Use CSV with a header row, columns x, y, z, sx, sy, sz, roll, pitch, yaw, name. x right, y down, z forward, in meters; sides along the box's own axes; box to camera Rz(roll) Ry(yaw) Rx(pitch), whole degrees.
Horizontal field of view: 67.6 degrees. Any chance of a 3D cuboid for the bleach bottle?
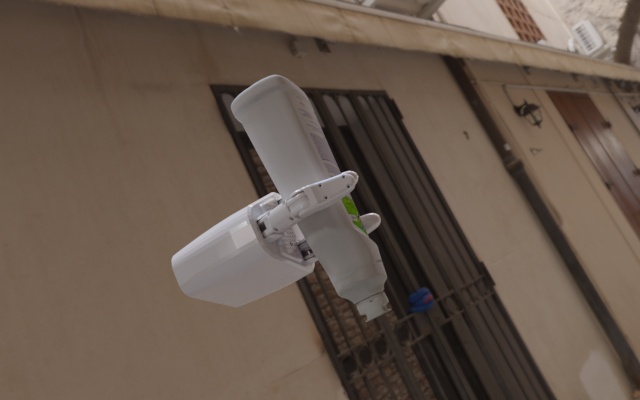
x,y,z,sx,sy,sz,roll,pitch,yaw,name
0.000,0.002,0.484,0.068,0.250,0.102,-30,-14,17,bleach bottle
